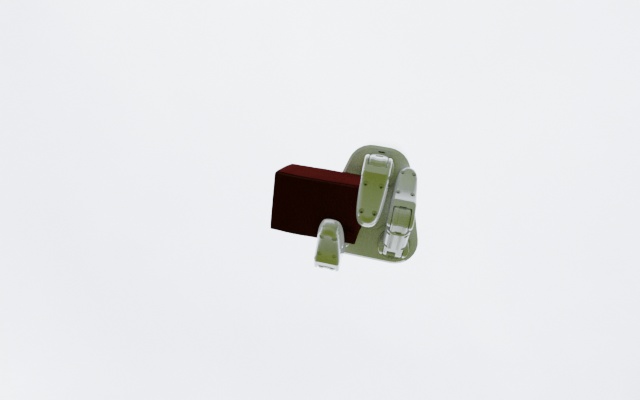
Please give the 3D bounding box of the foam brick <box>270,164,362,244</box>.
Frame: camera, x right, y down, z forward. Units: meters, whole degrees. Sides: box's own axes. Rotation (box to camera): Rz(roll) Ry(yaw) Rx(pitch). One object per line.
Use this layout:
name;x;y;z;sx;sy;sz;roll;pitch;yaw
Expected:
foam brick;0.000;0.001;0.426;0.078;0.053;0.051;11;15;7
